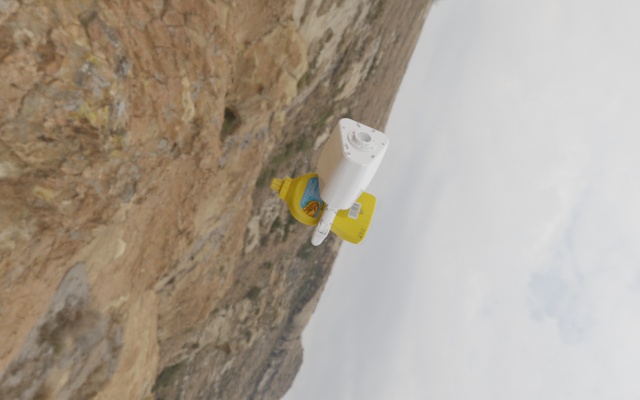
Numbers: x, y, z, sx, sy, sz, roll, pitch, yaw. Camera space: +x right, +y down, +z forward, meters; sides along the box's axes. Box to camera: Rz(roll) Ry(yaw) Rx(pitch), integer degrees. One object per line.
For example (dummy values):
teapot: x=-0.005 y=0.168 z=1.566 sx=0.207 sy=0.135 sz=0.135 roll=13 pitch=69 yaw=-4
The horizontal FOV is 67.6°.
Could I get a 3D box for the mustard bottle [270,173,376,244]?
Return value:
mustard bottle: x=0.000 y=0.003 z=0.872 sx=0.191 sy=0.096 sz=0.058 roll=22 pitch=-22 yaw=-4
